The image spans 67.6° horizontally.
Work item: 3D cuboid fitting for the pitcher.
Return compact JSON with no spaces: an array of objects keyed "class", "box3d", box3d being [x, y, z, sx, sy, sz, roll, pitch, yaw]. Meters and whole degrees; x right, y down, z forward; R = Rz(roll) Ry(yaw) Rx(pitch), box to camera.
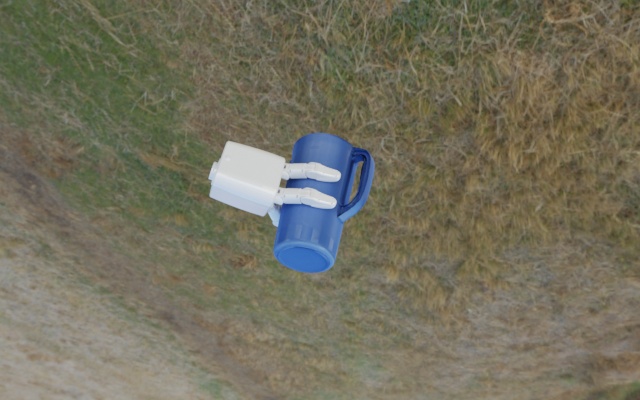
[{"class":"pitcher","box3d":[0.000,0.003,0.874,0.145,0.242,0.149,19,-35,-11]}]
